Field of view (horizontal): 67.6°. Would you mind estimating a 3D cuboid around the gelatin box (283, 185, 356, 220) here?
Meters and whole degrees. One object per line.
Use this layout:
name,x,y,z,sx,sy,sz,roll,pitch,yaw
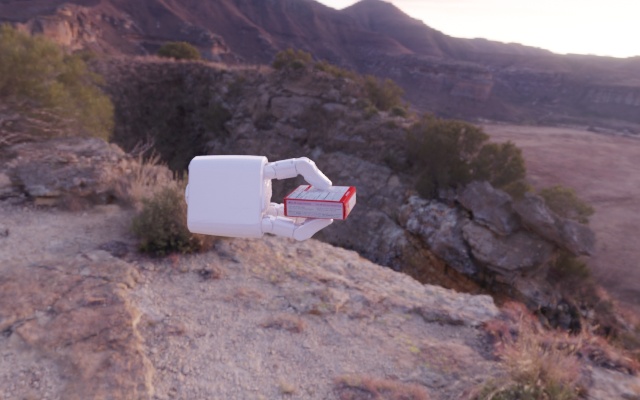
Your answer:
gelatin box,0.000,0.002,0.682,0.089,0.030,0.073,2,18,15
